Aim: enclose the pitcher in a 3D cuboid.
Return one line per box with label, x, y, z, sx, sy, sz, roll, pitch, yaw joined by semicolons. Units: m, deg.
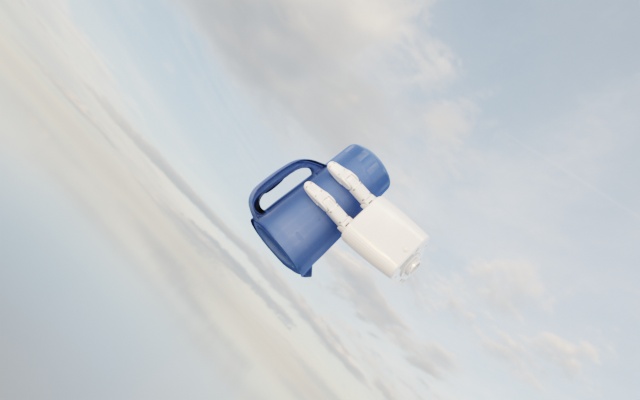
pitcher;0.000;0.003;0.842;0.145;0.243;0.149;41;-17;24
